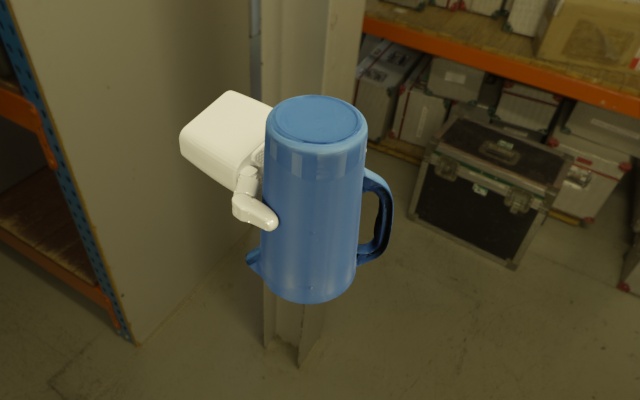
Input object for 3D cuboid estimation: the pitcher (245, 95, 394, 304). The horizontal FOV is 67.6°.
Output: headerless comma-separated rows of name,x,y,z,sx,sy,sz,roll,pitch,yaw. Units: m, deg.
pitcher,0.000,0.002,0.576,0.145,0.243,0.149,31,49,25
